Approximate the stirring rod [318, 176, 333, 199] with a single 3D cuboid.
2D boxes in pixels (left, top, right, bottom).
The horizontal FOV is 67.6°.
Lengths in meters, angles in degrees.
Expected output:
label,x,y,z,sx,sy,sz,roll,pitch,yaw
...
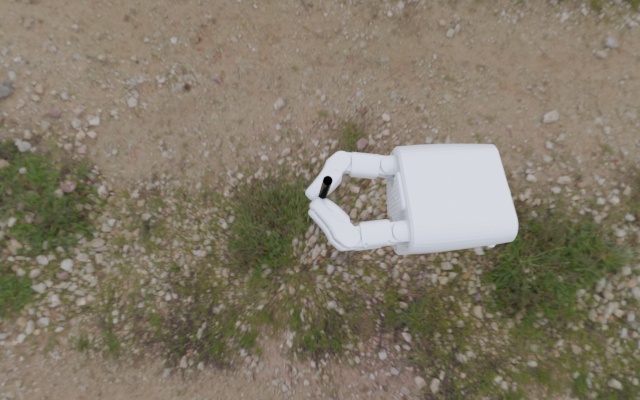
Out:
label,x,y,z,sx,sy,sz,roll,pitch,yaw
stirring rod,0.000,0.002,0.502,0.011,0.011,0.239,0,-8,-3
